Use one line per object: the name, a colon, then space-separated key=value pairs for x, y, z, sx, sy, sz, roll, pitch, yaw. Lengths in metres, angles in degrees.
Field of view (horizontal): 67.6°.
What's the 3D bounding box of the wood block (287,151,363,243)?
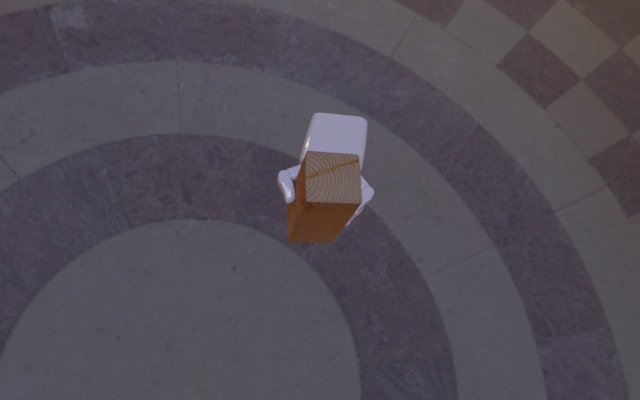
wood block: x=0.000 y=0.002 z=0.840 sx=0.091 sy=0.090 sz=0.206 roll=3 pitch=-23 yaw=-11
